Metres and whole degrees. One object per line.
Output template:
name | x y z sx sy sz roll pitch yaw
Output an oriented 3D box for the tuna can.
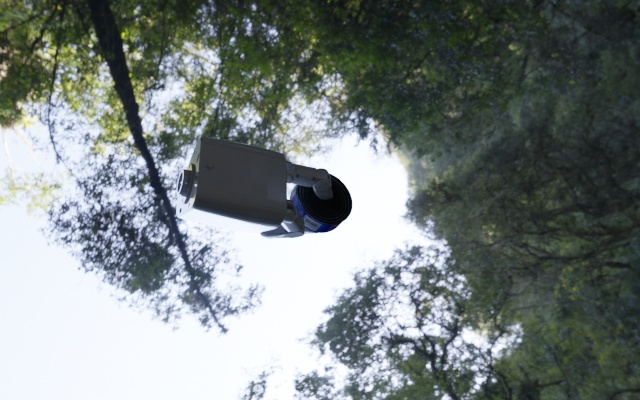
tuna can | 0.000 0.002 0.671 0.086 0.086 0.034 0 -29 -29
